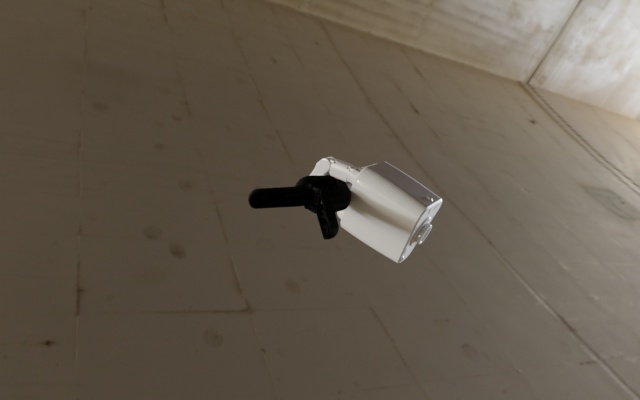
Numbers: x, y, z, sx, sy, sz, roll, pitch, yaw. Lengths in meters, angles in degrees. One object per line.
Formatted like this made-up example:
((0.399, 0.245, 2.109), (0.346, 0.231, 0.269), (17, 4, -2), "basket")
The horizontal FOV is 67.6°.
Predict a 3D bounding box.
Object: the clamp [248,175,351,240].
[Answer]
((0.000, 0.003, 0.633), (0.120, 0.039, 0.171), (32, 30, 22), "clamp")
